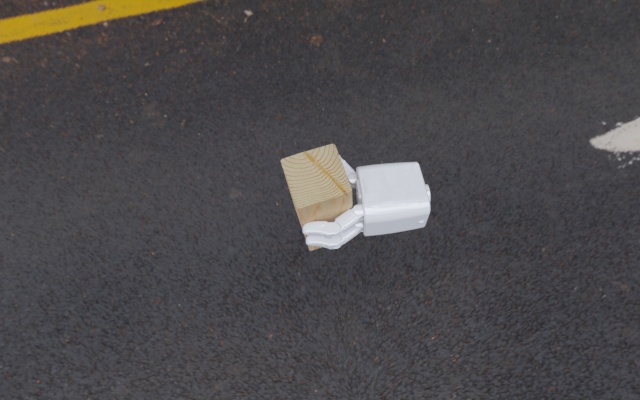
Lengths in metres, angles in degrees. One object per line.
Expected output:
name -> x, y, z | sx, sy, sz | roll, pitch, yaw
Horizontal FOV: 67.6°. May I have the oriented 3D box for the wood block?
wood block -> 0.000, 0.002, 0.812 | 0.090, 0.090, 0.206 | -18, -24, -3
